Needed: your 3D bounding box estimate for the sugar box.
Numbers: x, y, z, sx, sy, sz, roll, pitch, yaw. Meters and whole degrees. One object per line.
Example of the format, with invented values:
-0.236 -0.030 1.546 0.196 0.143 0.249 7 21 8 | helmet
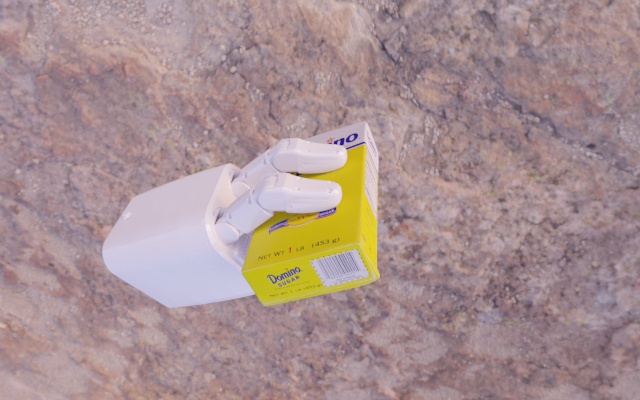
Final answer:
0.000 0.001 0.402 0.093 0.048 0.176 -15 36 16 | sugar box
